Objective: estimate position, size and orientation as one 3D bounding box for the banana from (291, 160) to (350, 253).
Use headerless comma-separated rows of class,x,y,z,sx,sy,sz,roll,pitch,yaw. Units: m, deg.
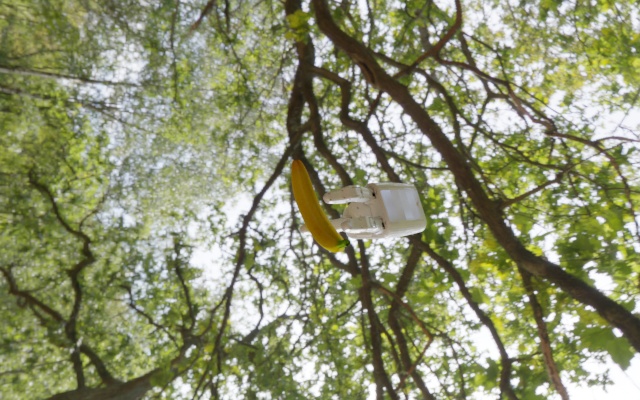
banana,-0.005,0.018,0.790,0.037,0.070,0.197,-5,47,-36
